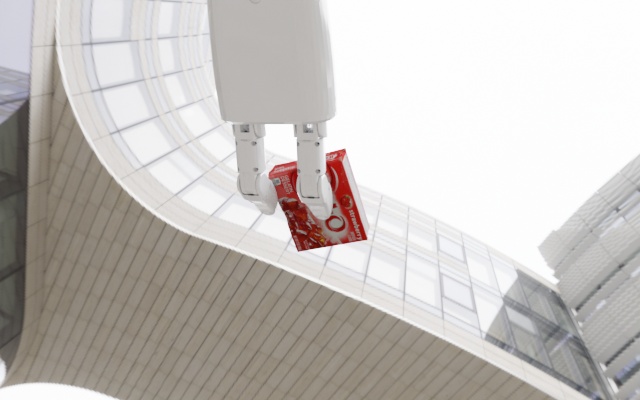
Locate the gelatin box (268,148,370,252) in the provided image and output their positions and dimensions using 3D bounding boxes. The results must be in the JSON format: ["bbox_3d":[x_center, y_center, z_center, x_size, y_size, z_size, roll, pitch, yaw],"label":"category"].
[{"bbox_3d":[0.000,0.002,0.457,0.073,0.089,0.030,-12,24,17],"label":"gelatin box"}]
